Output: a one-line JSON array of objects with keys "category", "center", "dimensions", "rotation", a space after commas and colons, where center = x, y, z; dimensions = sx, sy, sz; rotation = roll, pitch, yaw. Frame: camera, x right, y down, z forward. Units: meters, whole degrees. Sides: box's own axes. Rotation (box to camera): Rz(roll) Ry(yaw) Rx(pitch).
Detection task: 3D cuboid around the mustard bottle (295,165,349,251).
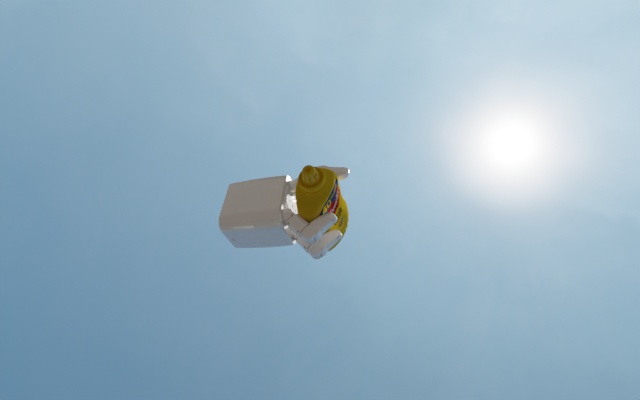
[{"category": "mustard bottle", "center": [0.001, 0.003, 0.776], "dimensions": [0.058, 0.096, 0.192], "rotation": [17, -25, 22]}]
